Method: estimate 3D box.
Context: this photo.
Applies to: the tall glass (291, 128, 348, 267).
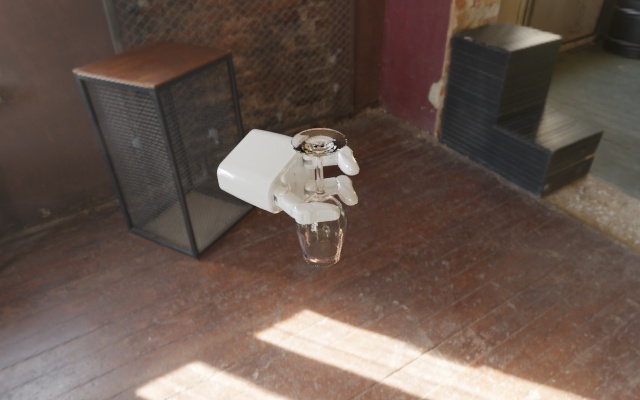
[{"bbox_3d":[0.000,0.002,0.690,0.079,0.201,0.079,-1,36,1],"label":"tall glass"}]
